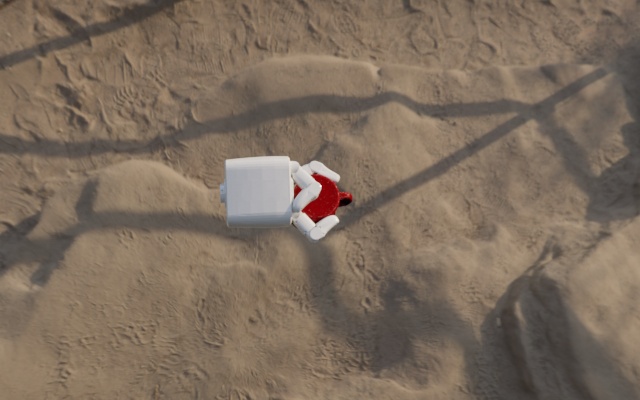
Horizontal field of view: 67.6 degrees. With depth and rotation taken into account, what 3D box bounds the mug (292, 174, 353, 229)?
[{"bbox_3d":[0.002,0.003,0.849,0.117,0.093,0.081,-4,-16,-10],"label":"mug"}]
